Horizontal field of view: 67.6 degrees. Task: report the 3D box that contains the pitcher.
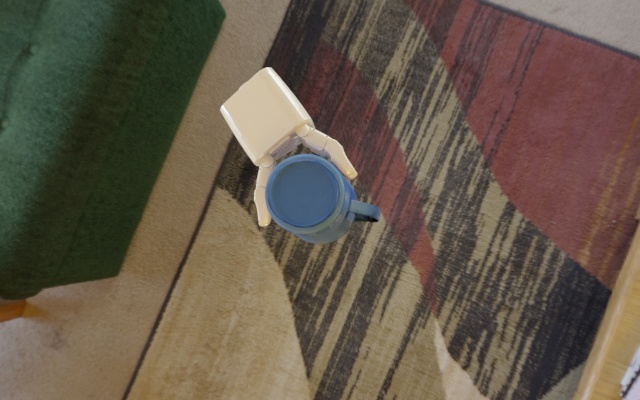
[{"bbox_3d":[0.000,0.002,0.739,0.149,0.145,0.243,-33,-7,2],"label":"pitcher"}]
